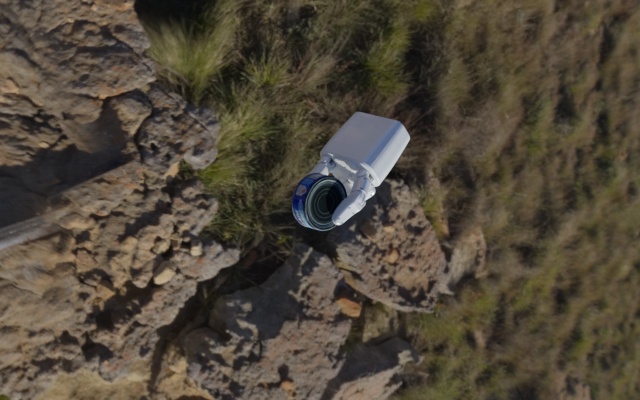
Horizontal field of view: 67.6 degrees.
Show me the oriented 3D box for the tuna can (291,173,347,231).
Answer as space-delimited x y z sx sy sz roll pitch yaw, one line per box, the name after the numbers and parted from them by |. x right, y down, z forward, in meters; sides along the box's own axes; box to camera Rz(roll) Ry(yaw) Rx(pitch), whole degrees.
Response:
0.000 0.003 0.726 0.086 0.086 0.033 0 10 -39 | tuna can
